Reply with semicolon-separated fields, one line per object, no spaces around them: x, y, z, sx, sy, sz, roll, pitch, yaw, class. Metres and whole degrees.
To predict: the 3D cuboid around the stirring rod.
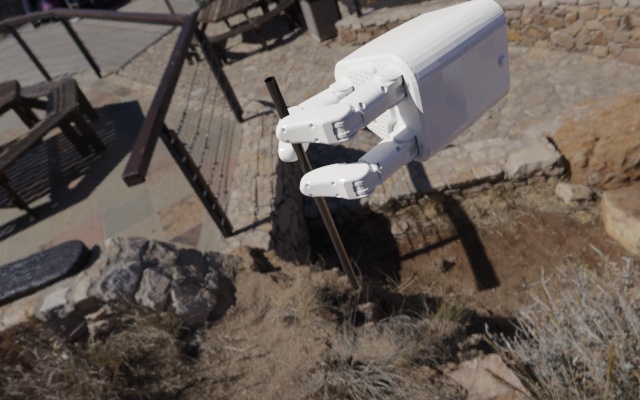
0.000;0.001;0.413;0.011;0.240;0.011;-13;39;11;stirring rod
